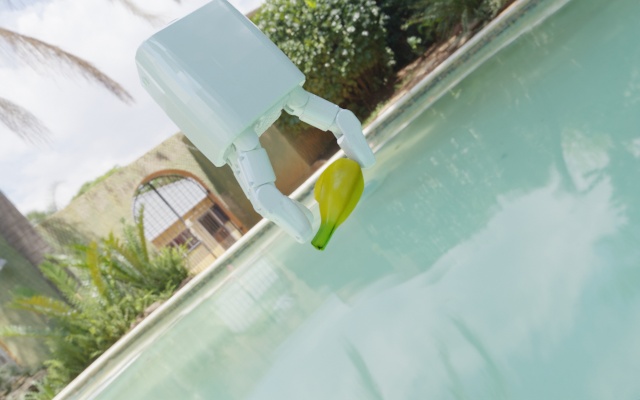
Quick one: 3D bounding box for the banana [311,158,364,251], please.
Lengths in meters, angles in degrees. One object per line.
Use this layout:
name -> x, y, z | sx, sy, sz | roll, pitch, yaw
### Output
banana -> 0.013, -0.011, 0.462 | 0.037, 0.069, 0.197 | 42, 9, -5
